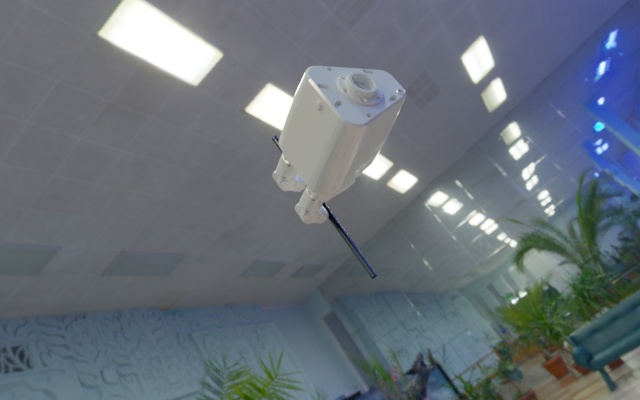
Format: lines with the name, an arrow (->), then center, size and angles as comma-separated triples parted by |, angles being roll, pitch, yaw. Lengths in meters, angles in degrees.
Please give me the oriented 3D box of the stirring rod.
stirring rod -> 0.000, 0.002, 0.620 | 0.011, 0.239, 0.011 | -29, -24, -15
